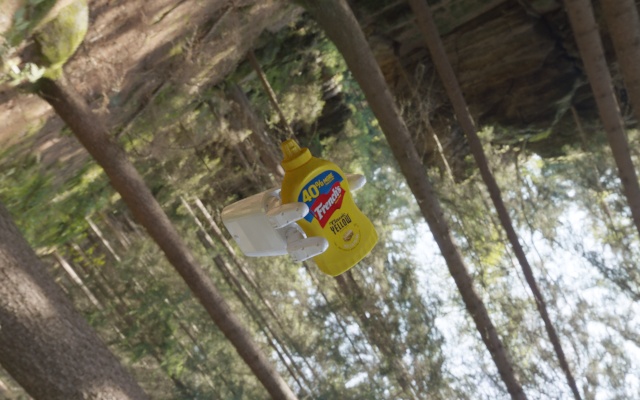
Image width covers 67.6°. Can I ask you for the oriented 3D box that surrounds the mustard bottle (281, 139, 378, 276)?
[{"bbox_3d":[0.000,0.002,0.654,0.096,0.192,0.058,-37,19,-20],"label":"mustard bottle"}]
